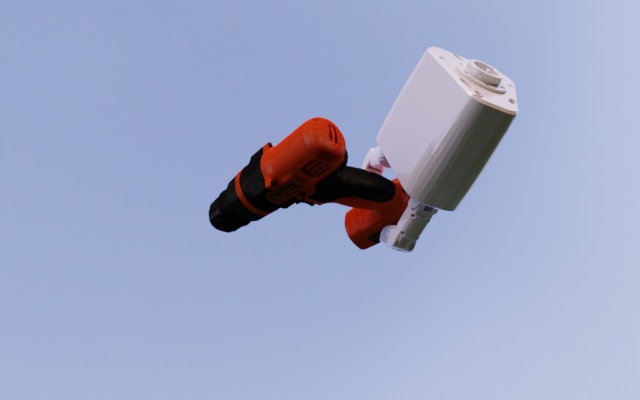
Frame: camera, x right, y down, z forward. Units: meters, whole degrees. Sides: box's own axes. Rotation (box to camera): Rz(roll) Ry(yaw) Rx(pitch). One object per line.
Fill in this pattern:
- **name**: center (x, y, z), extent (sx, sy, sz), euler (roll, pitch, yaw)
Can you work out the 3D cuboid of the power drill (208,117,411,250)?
- **power drill**: center (0.001, 0.002, 0.498), extent (0.188, 0.057, 0.184), euler (18, -36, -39)
